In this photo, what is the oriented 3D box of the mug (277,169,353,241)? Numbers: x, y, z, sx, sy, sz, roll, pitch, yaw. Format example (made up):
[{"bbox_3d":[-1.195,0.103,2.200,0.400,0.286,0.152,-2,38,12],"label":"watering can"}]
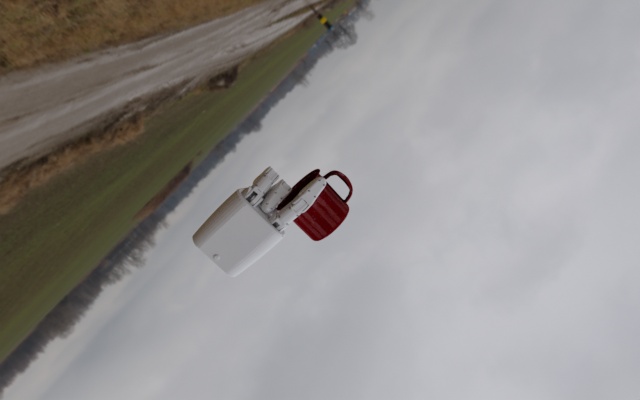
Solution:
[{"bbox_3d":[0.001,0.002,0.756,0.117,0.081,0.093,-41,14,12],"label":"mug"}]
